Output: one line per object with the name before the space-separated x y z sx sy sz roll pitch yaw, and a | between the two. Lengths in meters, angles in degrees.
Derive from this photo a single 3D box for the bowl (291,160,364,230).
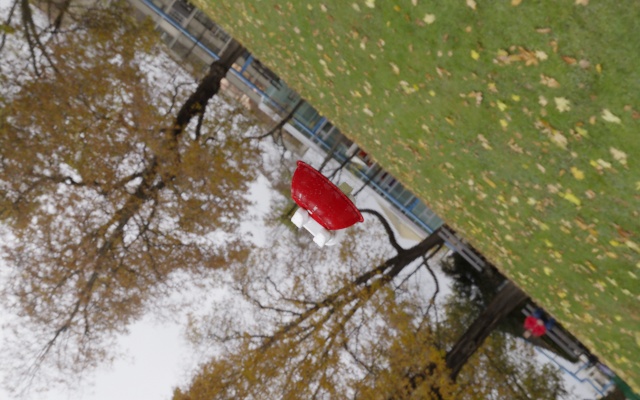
bowl | 0.000 0.003 0.849 0.162 0.055 0.162 42 -8 7
